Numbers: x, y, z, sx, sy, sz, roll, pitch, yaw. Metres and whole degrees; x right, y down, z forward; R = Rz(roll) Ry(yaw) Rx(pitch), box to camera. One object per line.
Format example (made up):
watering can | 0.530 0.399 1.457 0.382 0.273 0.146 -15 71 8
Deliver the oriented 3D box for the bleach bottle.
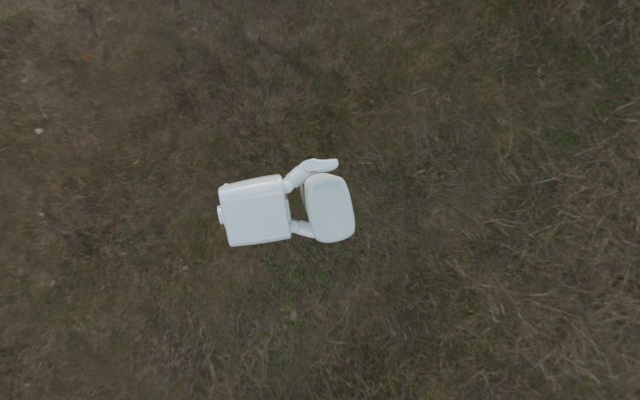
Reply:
bleach bottle | 0.000 0.003 0.829 0.068 0.102 0.251 -11 5 -6
